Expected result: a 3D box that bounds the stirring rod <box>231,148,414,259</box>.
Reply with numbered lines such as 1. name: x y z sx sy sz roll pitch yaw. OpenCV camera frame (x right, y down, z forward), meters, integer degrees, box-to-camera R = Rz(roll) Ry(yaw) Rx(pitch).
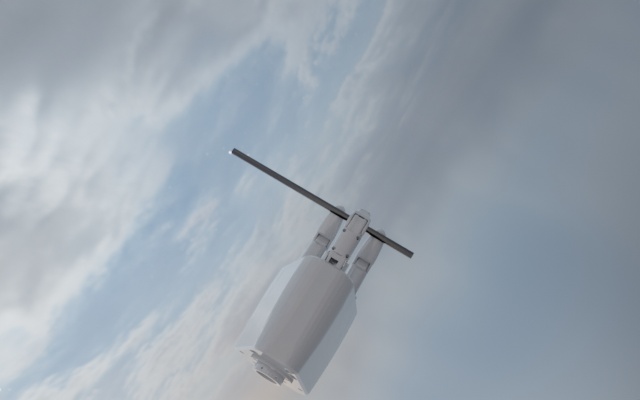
1. stirring rod: 0.000 0.002 0.550 0.239 0.011 0.011 30 4 6
